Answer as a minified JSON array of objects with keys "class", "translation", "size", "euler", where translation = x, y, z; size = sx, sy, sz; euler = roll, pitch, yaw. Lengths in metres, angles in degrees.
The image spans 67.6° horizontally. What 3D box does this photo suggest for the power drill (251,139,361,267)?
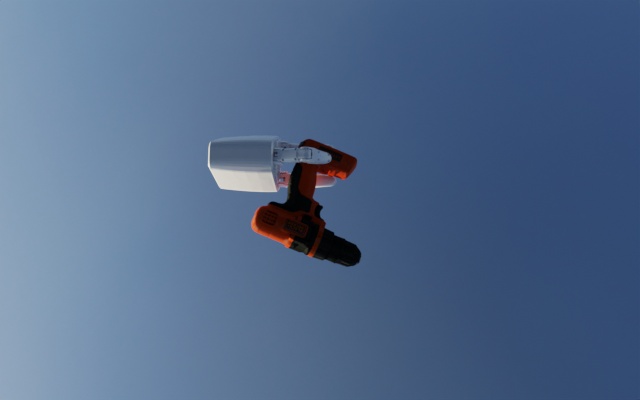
[{"class":"power drill","translation":[0.000,0.002,0.792],"size":[0.184,0.187,0.057],"euler":[23,-27,-7]}]
